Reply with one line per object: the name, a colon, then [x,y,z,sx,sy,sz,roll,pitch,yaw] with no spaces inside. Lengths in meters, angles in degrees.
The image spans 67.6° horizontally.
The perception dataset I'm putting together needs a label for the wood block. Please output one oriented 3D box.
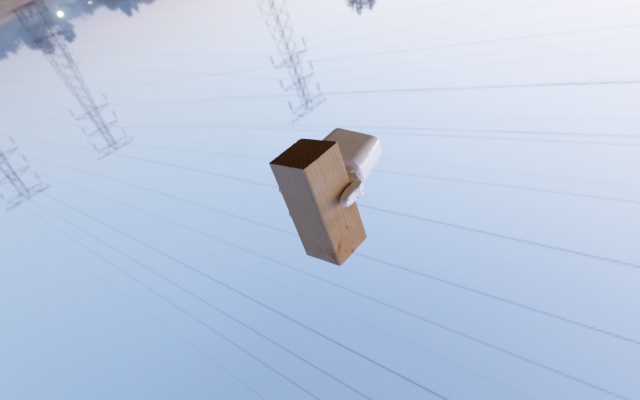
wood block: [0.001,0.003,0.852,0.091,0.206,0.090,12,43,43]
